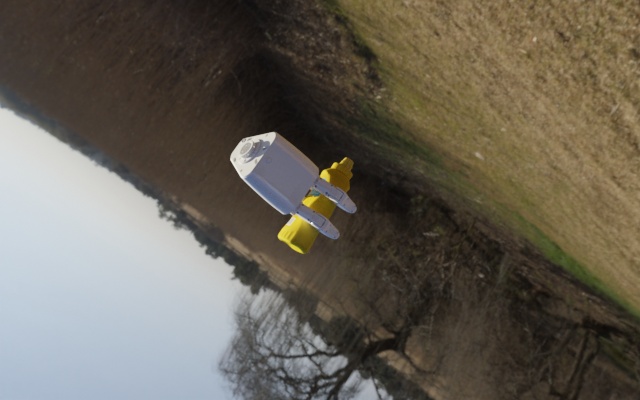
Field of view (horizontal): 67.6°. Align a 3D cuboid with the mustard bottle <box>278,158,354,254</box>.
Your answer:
[{"bbox_3d":[0.000,0.003,0.863,0.058,0.191,0.096,36,-10,-11],"label":"mustard bottle"}]
